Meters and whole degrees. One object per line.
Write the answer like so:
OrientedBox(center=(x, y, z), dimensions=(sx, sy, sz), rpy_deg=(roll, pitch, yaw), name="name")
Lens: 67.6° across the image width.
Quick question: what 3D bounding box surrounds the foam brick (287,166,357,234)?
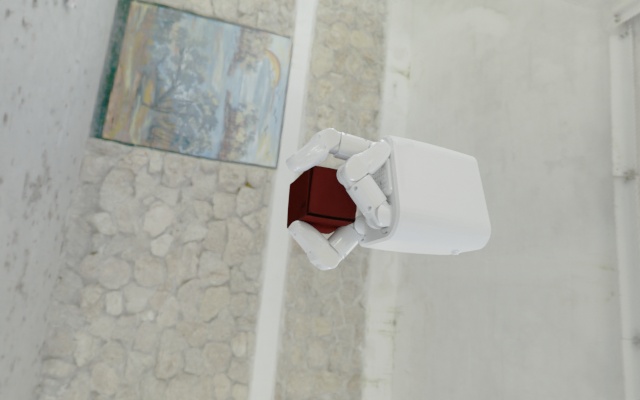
OrientedBox(center=(0.000, 0.002, 0.496), dimensions=(0.051, 0.053, 0.078), rpy_deg=(8, -14, -17), name="foam brick")
